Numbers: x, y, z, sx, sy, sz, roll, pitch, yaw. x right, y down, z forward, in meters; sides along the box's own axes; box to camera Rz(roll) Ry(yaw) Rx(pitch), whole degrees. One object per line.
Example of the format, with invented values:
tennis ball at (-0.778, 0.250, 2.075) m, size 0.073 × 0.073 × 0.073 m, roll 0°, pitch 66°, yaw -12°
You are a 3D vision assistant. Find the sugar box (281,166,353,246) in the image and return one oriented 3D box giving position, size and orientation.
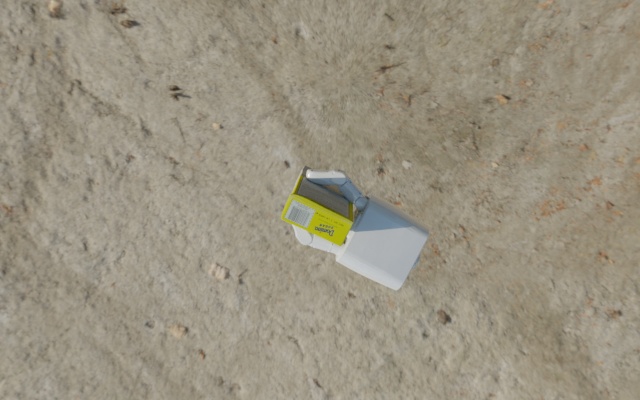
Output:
sugar box at (0.000, 0.003, 0.715) m, size 0.093 × 0.048 × 0.176 m, roll 26°, pitch 14°, yaw -3°
